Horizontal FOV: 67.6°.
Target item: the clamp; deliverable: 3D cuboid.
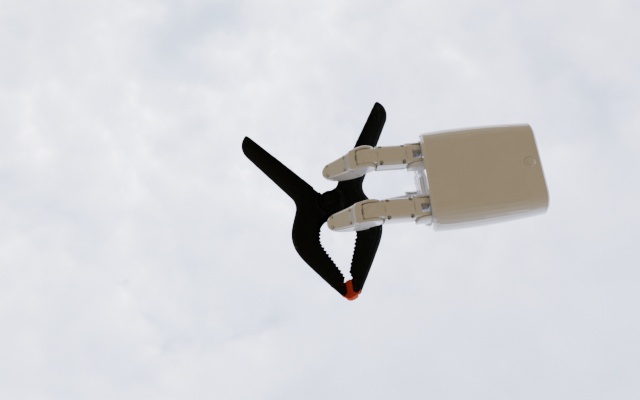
[{"bbox_3d":[0.000,0.002,0.507,0.164,0.210,0.036,-8,-18,7],"label":"clamp"}]
